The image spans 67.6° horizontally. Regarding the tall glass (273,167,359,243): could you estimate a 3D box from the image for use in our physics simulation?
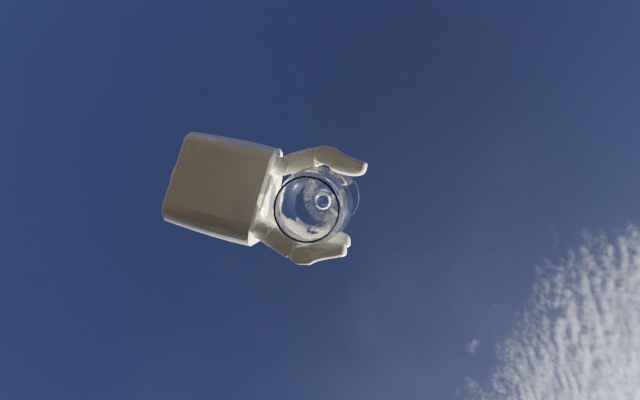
[{"bbox_3d":[0.000,0.002,0.531,0.079,0.079,0.201,0,4,7],"label":"tall glass"}]
